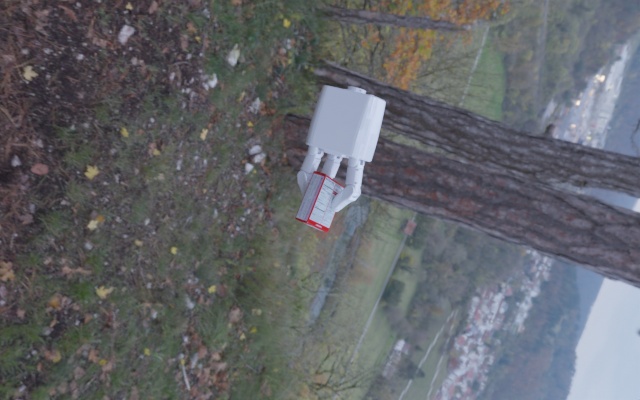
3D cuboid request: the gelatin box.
[{"bbox_3d":[0.000,0.003,0.819,0.030,0.089,0.073,17,-6,33],"label":"gelatin box"}]
